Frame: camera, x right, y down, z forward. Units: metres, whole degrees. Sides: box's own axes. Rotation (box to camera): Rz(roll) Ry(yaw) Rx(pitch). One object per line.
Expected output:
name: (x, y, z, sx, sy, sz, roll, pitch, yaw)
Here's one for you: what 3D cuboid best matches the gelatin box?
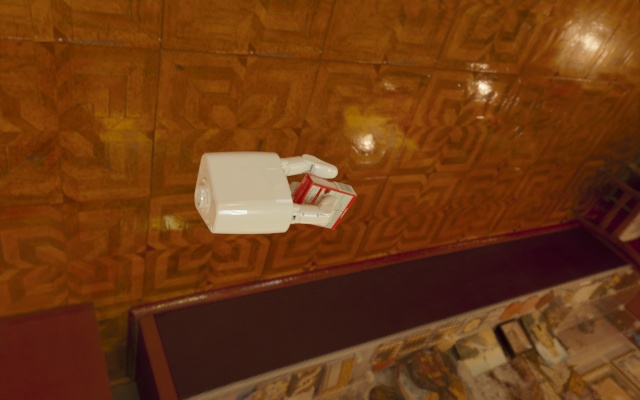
gelatin box: (0.001, 0.003, 0.737, 0.089, 0.073, 0.030, 15, 31, -33)
